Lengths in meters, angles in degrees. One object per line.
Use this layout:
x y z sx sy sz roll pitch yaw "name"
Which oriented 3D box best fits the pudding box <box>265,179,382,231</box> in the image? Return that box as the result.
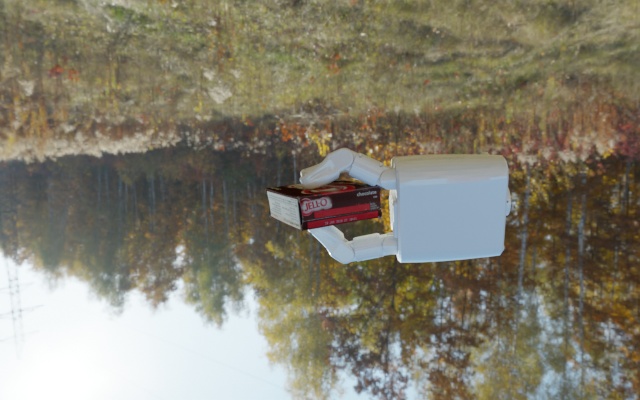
0.000 0.002 0.511 0.090 0.039 0.113 -7 6 -22 "pudding box"
